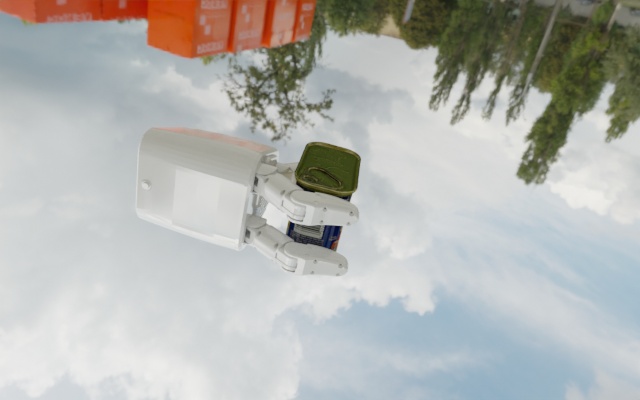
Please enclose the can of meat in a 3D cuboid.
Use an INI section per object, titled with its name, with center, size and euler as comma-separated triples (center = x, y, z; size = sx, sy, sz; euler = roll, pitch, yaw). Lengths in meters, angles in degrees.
[can of meat]
center = 0.000, 0.002, 0.467
size = 0.057, 0.084, 0.102
euler = 14, 28, 0
